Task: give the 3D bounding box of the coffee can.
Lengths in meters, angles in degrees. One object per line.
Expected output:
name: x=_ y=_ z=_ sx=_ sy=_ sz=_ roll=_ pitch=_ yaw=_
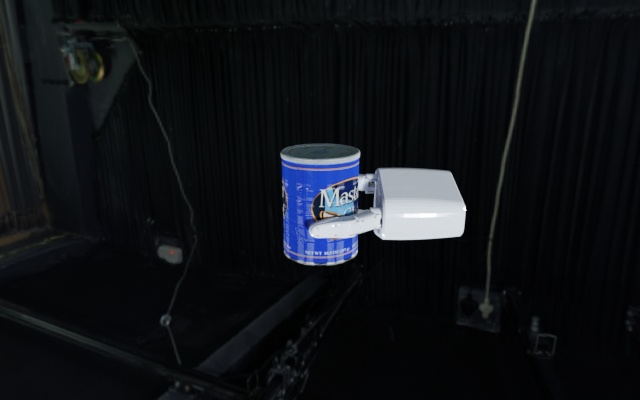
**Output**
coffee can: x=0.000 y=0.002 z=0.638 sx=0.103 sy=0.140 sz=0.102 roll=0 pitch=17 yaw=0
